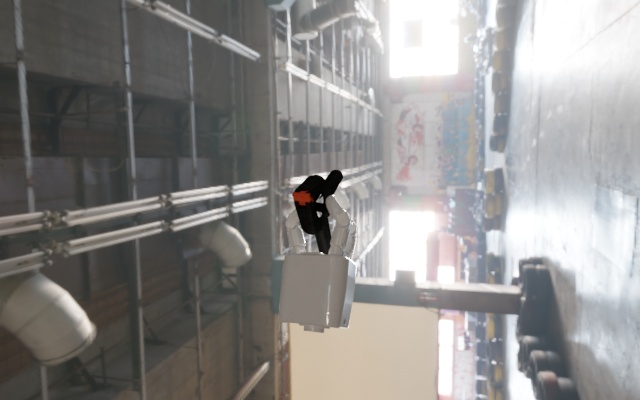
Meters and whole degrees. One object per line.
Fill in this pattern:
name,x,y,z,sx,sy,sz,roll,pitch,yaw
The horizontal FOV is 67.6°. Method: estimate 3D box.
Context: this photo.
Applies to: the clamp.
clamp,-0.001,0.003,0.784,0.036,0.164,0.210,4,-15,15
